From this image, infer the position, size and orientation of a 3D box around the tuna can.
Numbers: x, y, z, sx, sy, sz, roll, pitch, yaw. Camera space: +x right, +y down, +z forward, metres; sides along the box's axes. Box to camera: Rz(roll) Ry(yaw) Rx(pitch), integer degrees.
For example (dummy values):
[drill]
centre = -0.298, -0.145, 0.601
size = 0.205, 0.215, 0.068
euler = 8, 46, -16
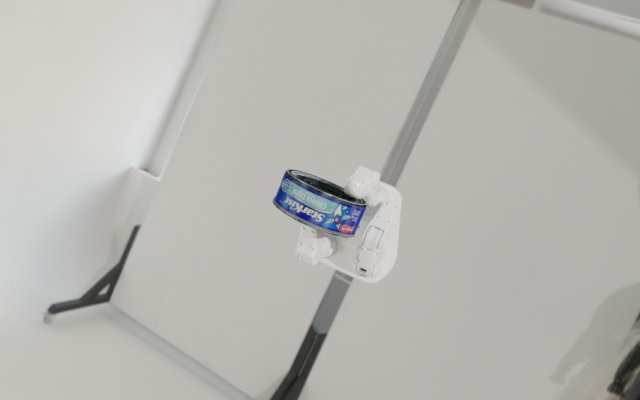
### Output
[tuna can]
centre = 0.000, 0.001, 0.454
size = 0.086, 0.034, 0.086
euler = 23, 10, -4
